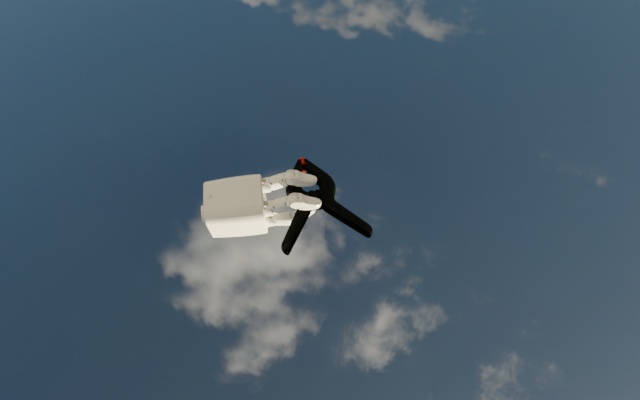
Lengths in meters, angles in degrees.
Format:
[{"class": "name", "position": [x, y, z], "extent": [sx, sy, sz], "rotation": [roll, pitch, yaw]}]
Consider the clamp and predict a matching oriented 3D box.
[{"class": "clamp", "position": [0.000, 0.003, 0.888], "extent": [0.164, 0.209, 0.036], "rotation": [-5, -38, -8]}]
